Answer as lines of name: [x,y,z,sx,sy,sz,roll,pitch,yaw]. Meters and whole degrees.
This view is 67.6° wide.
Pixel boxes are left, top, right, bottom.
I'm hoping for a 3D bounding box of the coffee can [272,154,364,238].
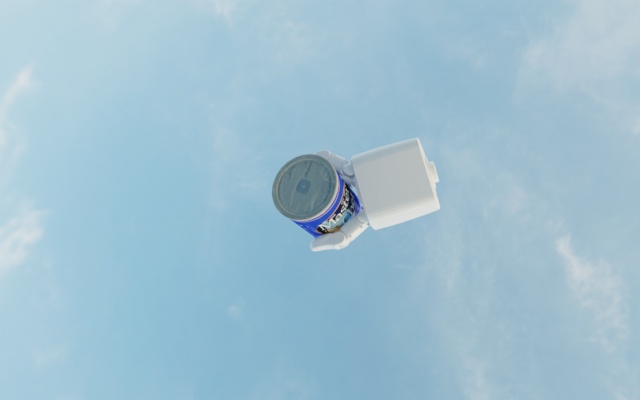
coffee can: [0.000,0.003,0.750,0.103,0.102,0.140,0,-19,22]
